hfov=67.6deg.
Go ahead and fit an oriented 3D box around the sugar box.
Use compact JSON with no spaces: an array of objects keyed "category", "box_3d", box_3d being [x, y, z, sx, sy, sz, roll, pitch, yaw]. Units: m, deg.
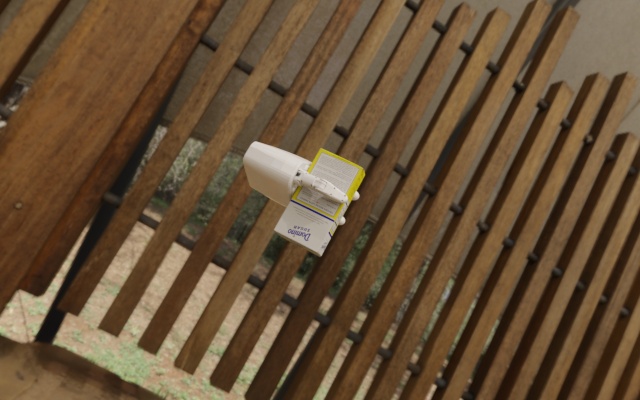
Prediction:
[{"category":"sugar box","box_3d":[0.000,0.003,0.864,0.093,0.176,0.048,26,-10,17]}]
